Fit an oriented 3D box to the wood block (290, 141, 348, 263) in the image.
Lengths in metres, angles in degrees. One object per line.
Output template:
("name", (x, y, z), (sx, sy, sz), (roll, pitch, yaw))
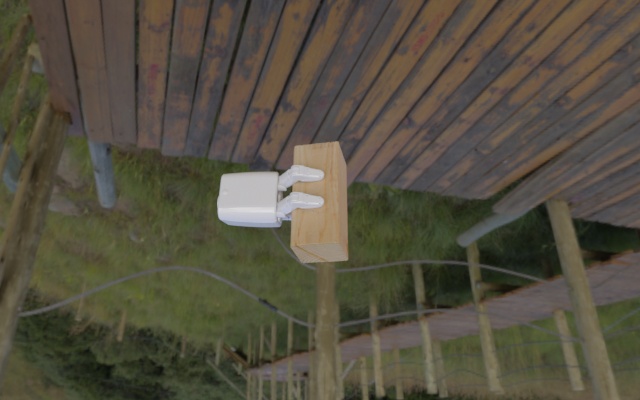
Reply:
("wood block", (0.000, 0.003, 0.894), (0.090, 0.206, 0.091), (-5, -27, 11))
